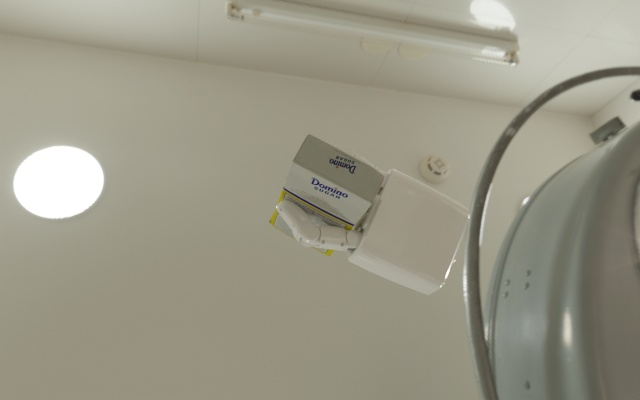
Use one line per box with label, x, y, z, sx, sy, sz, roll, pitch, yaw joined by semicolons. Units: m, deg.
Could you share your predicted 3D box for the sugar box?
sugar box;0.000;0.002;0.557;0.093;0.048;0.176;28;-30;-2
